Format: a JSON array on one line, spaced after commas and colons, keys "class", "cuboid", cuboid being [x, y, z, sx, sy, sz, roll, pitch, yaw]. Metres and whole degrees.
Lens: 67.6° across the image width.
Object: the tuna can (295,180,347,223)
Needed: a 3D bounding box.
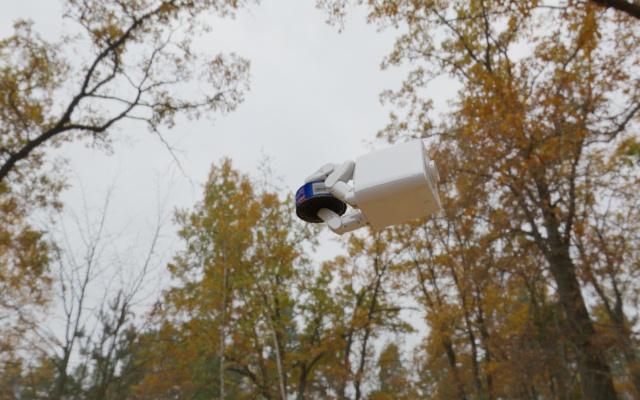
[{"class": "tuna can", "cuboid": [0.000, 0.002, 0.796, 0.086, 0.033, 0.086, -5, -32, -3]}]
